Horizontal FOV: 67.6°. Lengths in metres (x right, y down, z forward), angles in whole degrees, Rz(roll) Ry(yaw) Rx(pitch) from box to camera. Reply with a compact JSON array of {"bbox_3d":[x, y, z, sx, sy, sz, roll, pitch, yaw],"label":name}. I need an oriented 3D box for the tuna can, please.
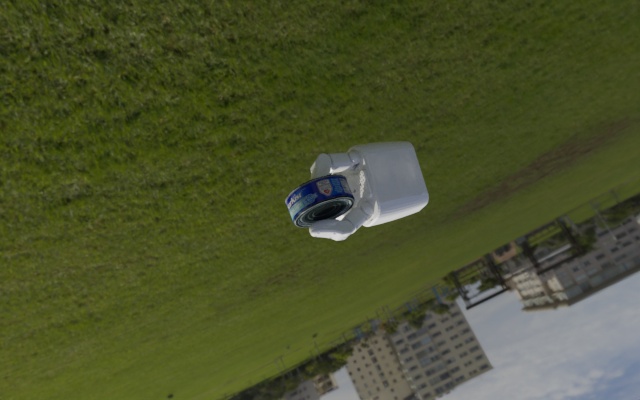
[{"bbox_3d":[0.000,0.003,0.618,0.086,0.033,0.086,-19,-20,-7],"label":"tuna can"}]
